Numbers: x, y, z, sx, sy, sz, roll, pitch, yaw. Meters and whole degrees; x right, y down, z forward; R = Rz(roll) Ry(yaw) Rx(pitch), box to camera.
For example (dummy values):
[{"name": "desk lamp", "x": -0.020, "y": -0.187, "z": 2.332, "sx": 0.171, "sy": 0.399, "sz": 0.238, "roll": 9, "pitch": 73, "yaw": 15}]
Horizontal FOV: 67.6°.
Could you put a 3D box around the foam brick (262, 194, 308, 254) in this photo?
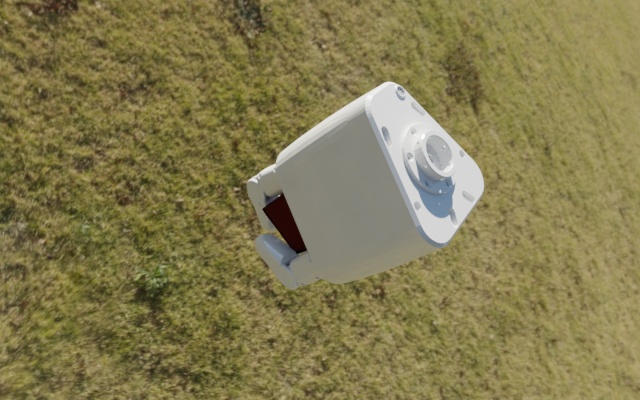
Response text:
[{"name": "foam brick", "x": 0.000, "y": 0.001, "z": 0.418, "sx": 0.051, "sy": 0.053, "sz": 0.078, "roll": -28, "pitch": 10, "yaw": 49}]
